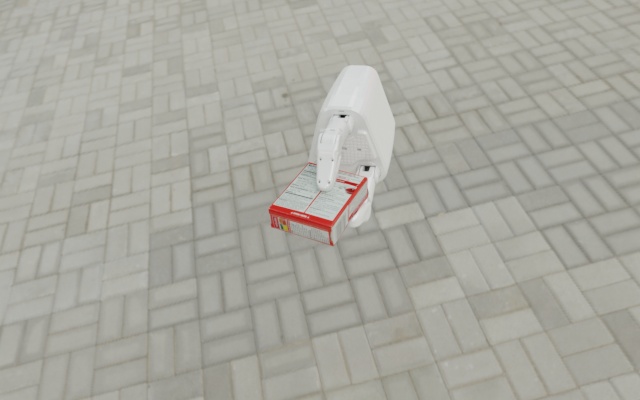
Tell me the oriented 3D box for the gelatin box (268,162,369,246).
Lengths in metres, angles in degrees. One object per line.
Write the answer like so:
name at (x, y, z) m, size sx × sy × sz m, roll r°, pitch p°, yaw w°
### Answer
gelatin box at (0.000, 0.001, 0.499) m, size 0.073 × 0.030 × 0.089 m, roll 15°, pitch 43°, yaw 24°
